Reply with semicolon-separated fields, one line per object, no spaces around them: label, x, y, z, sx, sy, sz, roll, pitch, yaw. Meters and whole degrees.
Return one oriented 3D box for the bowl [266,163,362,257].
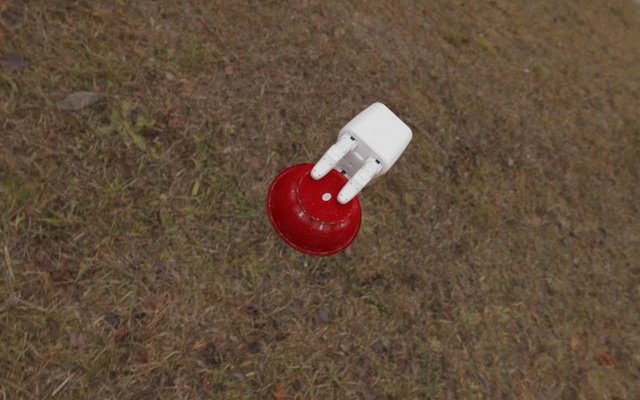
bowl;0.000;0.003;0.742;0.162;0.162;0.055;0;-23;-21
